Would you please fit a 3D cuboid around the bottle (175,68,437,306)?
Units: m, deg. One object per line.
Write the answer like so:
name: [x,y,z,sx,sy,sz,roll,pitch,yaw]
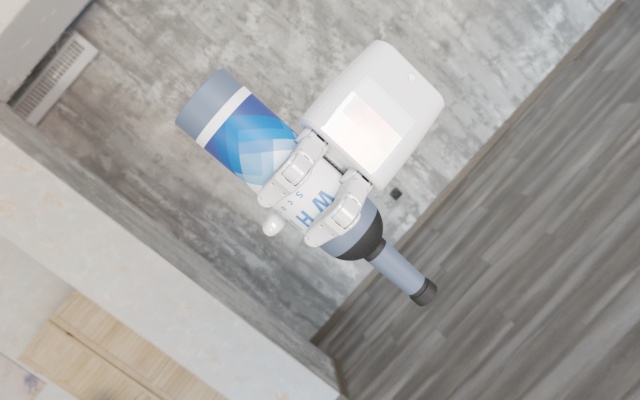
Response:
bottle: [0.000,0.001,0.456,0.296,0.069,0.069,41,-10,-11]
